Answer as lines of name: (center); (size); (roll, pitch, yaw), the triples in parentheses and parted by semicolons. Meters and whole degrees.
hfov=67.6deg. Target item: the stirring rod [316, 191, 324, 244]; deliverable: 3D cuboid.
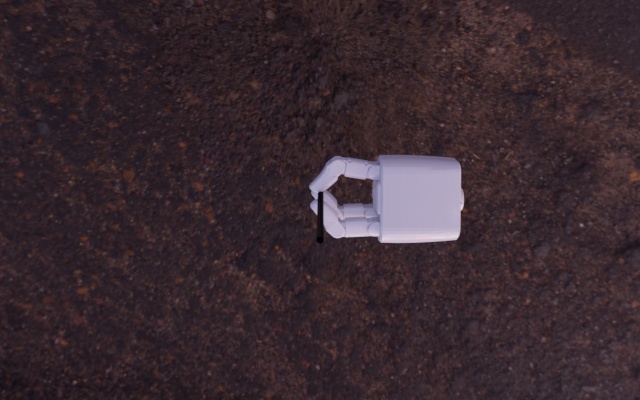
stirring rod: (0.000, 0.002, 0.614); (0.011, 0.011, 0.239); (0, 19, 0)
